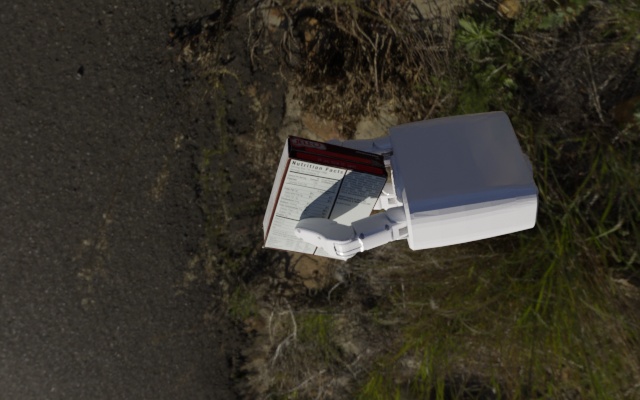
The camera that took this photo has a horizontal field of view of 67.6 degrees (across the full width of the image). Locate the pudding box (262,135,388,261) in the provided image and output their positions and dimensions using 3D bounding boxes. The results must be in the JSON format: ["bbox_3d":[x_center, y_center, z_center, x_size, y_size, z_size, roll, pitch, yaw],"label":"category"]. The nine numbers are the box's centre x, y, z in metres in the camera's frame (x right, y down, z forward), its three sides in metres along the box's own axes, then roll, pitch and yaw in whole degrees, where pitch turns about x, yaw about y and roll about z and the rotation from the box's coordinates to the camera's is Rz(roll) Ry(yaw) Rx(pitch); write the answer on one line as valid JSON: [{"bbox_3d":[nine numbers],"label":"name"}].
[{"bbox_3d":[0.000,0.002,0.440,0.090,0.114,0.039,11,37,-12],"label":"pudding box"}]
